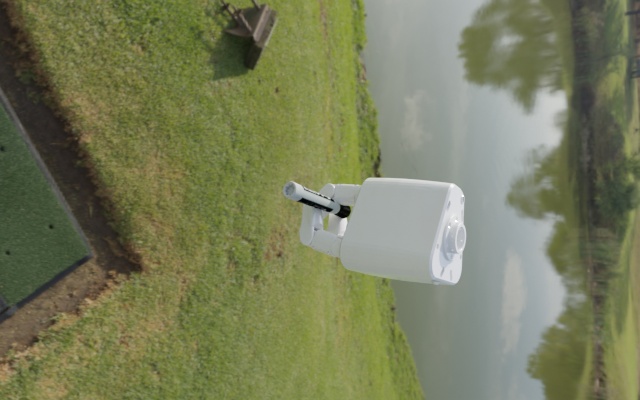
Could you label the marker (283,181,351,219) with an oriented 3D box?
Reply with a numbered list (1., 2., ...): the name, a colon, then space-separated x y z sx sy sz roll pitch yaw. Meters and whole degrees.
1. marker: 0.000 0.002 0.561 0.020 0.020 0.121 0 -13 35
